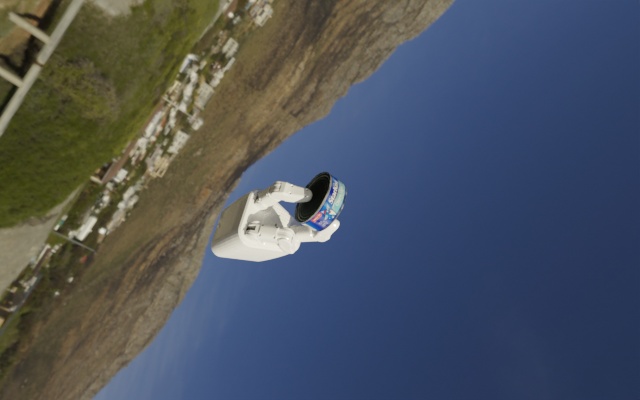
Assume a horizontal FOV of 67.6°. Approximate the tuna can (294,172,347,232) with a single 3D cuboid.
[{"bbox_3d":[0.001,0.003,0.708,0.034,0.086,0.086,31,-14,-24],"label":"tuna can"}]
